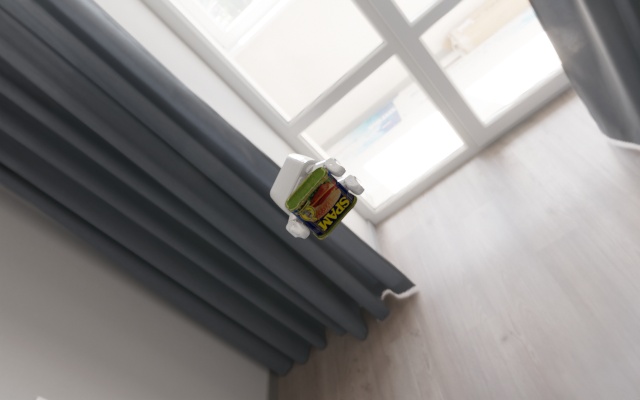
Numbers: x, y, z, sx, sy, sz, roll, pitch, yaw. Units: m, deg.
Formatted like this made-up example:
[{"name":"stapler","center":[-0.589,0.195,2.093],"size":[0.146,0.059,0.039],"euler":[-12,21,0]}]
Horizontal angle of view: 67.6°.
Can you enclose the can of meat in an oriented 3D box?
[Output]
[{"name":"can of meat","center":[0.000,0.003,0.845],"size":[0.084,0.102,0.057],"euler":[43,-2,-26]}]
